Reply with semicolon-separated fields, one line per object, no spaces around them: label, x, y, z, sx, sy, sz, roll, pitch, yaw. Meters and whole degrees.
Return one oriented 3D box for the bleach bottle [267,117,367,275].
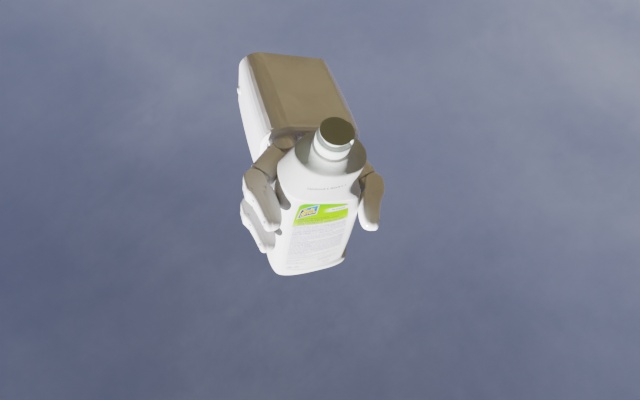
bleach bottle;0.000;0.002;0.486;0.102;0.068;0.251;-12;-25;-17
